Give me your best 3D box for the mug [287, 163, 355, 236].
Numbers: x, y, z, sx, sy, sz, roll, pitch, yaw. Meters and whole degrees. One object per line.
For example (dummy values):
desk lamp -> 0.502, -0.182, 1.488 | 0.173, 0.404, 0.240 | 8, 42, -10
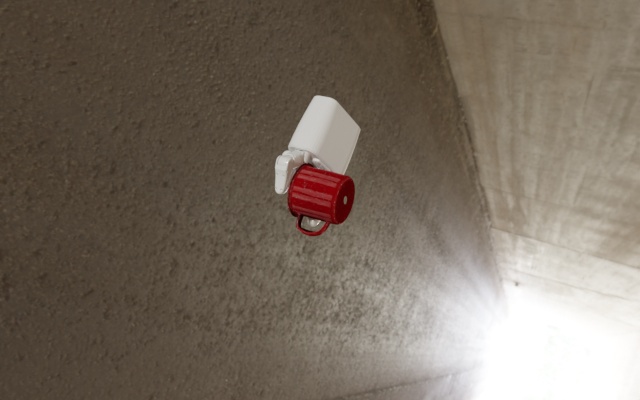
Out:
mug -> 0.000, 0.004, 0.777 | 0.081, 0.117, 0.093 | 15, -16, 25
